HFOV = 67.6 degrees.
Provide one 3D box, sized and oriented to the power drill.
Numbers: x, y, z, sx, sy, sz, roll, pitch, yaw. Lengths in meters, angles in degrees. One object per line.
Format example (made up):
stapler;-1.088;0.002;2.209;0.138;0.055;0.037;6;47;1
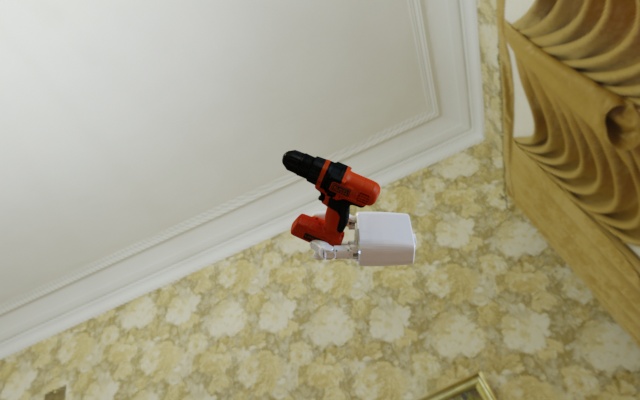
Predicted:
power drill;0.000;0.003;0.897;0.184;0.188;0.057;24;46;3
